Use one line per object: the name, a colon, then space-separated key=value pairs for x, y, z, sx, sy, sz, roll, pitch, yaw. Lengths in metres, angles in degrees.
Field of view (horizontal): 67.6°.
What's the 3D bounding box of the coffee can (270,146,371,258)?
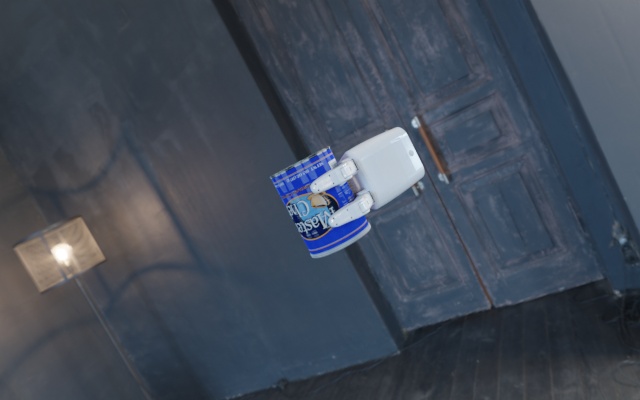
coffee can: x=0.000 y=0.003 z=0.731 sx=0.103 sy=0.140 sz=0.103 roll=-27 pitch=6 yaw=3
